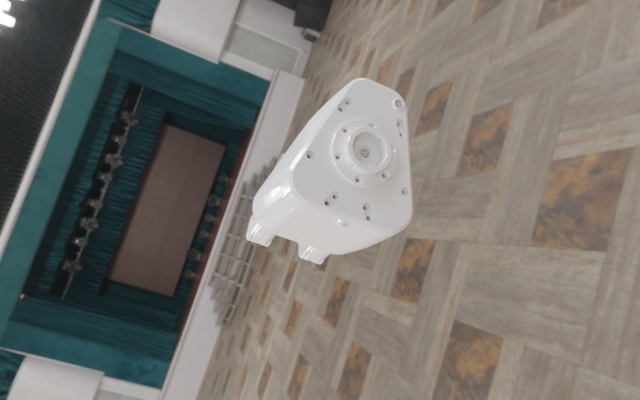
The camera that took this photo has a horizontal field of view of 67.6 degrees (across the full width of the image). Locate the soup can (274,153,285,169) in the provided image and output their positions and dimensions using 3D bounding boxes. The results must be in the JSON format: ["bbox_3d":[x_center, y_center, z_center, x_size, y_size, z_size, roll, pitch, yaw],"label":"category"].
[{"bbox_3d":[0.000,0.001,0.470,0.102,0.068,0.068,20,-5,-14],"label":"soup can"}]
